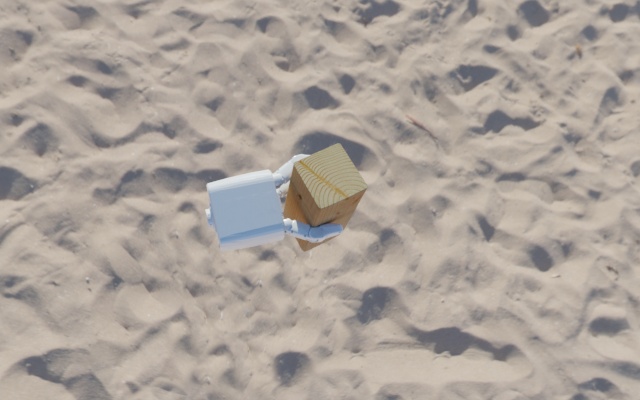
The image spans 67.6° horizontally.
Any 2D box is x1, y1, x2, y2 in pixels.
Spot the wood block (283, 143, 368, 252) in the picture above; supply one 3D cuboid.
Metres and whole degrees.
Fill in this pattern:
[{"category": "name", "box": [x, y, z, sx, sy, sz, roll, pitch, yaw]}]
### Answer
[{"category": "wood block", "box": [0.000, 0.003, 0.832, 0.090, 0.090, 0.206, -25, -18, -19]}]
